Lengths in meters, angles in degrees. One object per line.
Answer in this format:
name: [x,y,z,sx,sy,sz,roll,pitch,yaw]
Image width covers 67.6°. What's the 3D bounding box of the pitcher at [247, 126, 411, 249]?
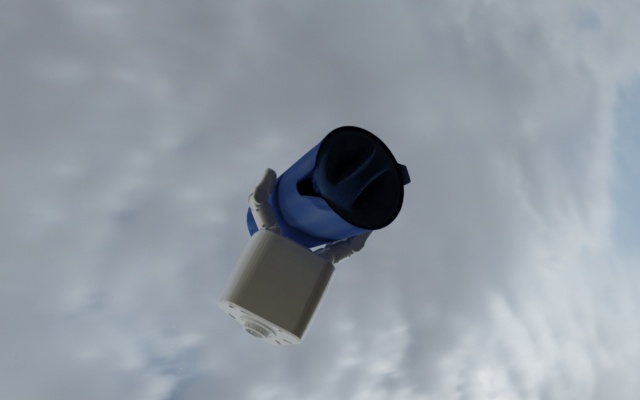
pitcher: [0.000,0.002,0.673,0.149,0.145,0.243,36,-32,-18]
